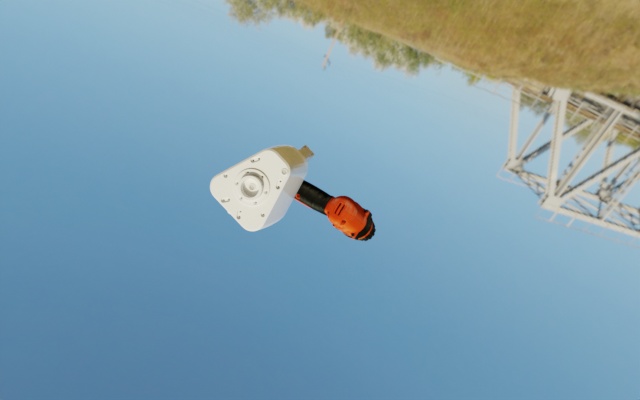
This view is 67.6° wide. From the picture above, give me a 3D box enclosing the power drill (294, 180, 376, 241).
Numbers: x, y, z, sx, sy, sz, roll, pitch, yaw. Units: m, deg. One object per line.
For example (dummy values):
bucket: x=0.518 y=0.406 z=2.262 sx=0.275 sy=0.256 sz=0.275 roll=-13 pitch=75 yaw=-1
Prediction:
power drill: x=0.000 y=0.002 z=0.785 sx=0.187 sy=0.057 sz=0.184 roll=27 pitch=-6 yaw=21
